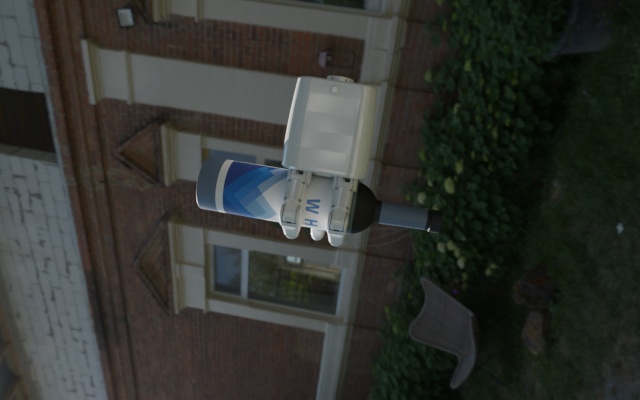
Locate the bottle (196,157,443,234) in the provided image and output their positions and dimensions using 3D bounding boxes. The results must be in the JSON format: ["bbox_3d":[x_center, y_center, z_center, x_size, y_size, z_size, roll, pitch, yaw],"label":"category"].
[{"bbox_3d":[0.000,0.002,0.589,0.296,0.069,0.069,10,1,5],"label":"bottle"}]
